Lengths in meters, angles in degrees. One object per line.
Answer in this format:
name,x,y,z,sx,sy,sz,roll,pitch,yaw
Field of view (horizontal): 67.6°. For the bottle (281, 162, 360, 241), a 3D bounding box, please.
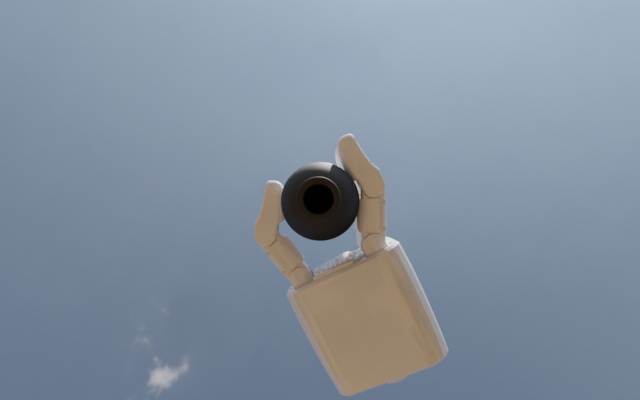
bottle,0.000,0.001,0.438,0.069,0.069,0.296,0,-1,1
